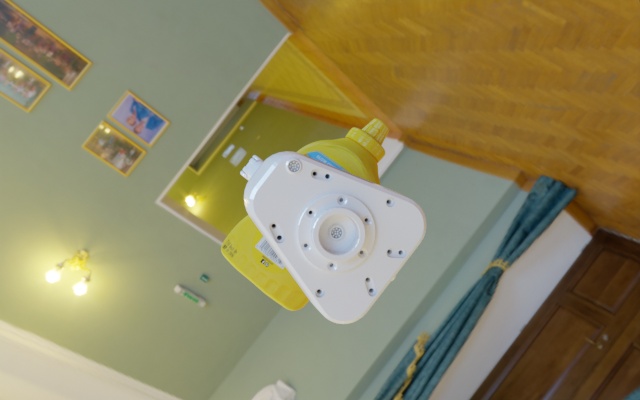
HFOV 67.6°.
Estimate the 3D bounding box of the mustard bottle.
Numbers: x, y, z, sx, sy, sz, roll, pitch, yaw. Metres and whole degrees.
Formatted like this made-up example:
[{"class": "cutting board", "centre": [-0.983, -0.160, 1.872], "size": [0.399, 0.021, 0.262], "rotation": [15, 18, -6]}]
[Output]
[{"class": "mustard bottle", "centre": [0.000, 0.002, 0.452], "size": [0.096, 0.191, 0.058], "rotation": [37, -2, 14]}]
